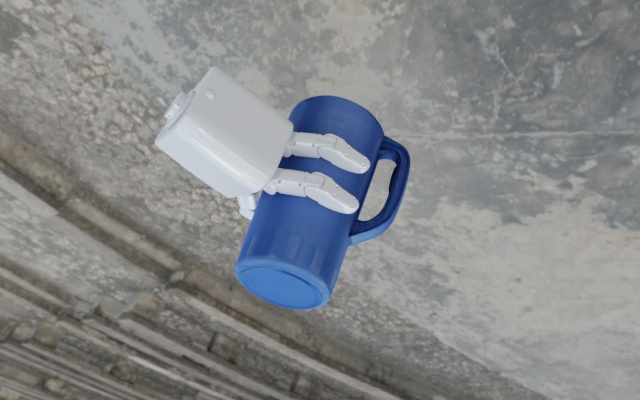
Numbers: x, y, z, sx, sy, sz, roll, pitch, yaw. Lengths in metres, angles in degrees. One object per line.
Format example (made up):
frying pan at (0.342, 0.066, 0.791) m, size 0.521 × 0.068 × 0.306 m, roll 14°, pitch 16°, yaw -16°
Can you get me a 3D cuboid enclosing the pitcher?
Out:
pitcher at (0.000, 0.002, 0.569) m, size 0.145 × 0.242 × 0.149 m, roll 37°, pitch -38°, yaw -25°
